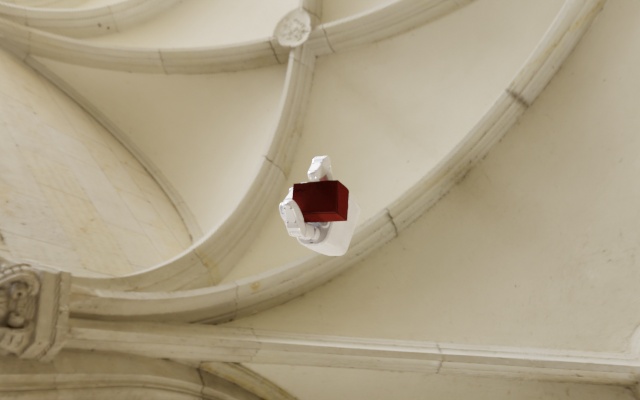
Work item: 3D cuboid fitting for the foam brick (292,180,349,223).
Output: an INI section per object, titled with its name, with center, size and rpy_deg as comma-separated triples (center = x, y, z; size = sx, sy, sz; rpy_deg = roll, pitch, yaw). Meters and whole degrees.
[foam brick]
center = 0.000, 0.002, 0.738
size = 0.078, 0.053, 0.051
rpy_deg = -3, -18, 24
